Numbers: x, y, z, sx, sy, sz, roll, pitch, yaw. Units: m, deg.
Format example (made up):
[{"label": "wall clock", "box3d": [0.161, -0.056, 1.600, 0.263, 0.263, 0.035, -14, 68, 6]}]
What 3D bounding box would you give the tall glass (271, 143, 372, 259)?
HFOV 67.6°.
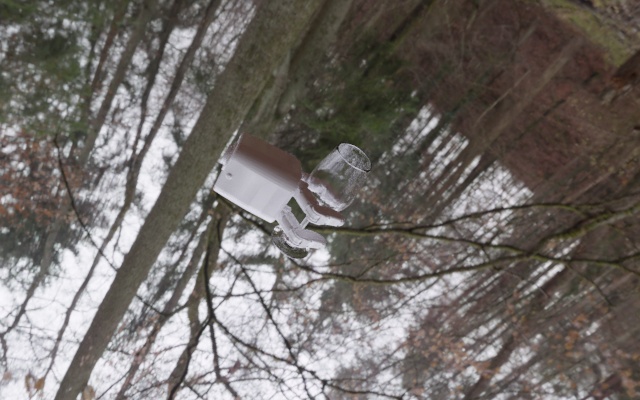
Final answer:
[{"label": "tall glass", "box3d": [0.000, 0.003, 0.756, 0.079, 0.079, 0.201, 0, -43, -45]}]
